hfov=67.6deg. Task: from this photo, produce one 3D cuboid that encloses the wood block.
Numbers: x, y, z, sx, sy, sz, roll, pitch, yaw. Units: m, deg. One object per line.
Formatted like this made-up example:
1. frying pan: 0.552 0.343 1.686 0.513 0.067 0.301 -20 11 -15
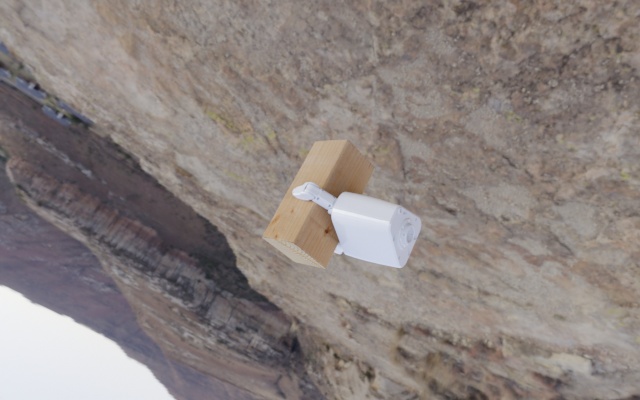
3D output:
1. wood block: 0.000 0.003 0.838 0.090 0.206 0.091 5 -30 48
